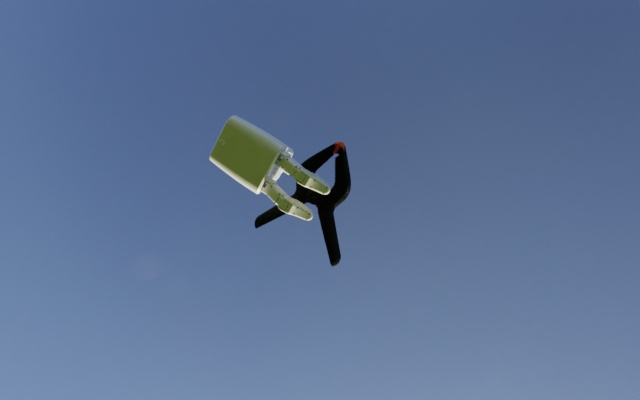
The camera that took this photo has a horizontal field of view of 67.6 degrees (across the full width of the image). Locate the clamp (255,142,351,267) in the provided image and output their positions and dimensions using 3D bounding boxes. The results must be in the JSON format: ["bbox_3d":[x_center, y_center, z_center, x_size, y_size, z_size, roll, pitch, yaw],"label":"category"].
[{"bbox_3d":[0.000,0.002,0.811,0.164,0.210,0.036,32,19,2],"label":"clamp"}]
